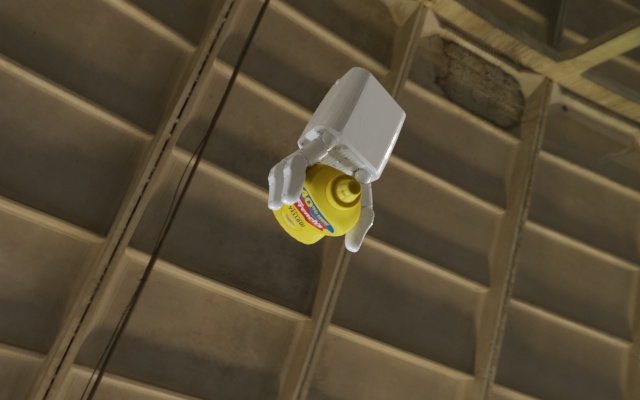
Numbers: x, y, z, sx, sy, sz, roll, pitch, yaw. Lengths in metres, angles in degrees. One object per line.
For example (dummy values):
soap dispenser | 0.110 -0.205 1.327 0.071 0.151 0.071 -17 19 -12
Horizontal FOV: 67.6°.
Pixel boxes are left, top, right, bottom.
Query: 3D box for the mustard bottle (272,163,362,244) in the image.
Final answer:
mustard bottle | 0.000 0.002 0.607 0.058 0.096 0.191 -36 6 -25
